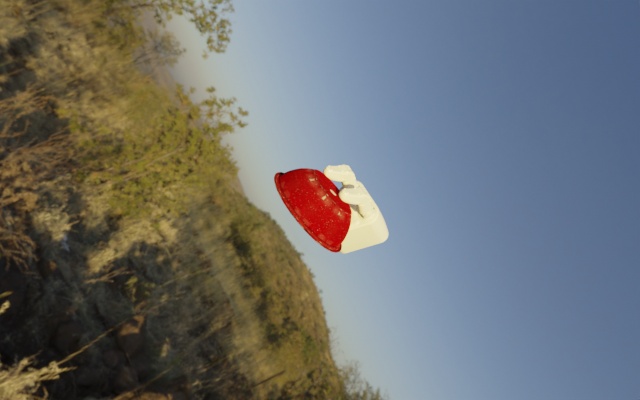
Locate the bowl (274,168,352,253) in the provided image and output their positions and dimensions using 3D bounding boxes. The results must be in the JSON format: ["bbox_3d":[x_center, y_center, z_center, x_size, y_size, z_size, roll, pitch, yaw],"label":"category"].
[{"bbox_3d":[0.000,0.002,0.759,0.055,0.162,0.162,-39,-11,14],"label":"bowl"}]
